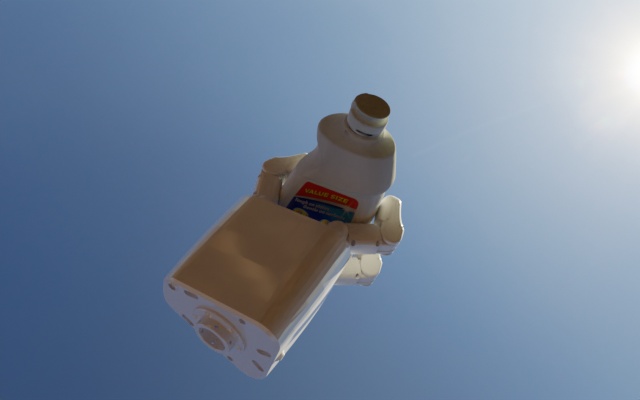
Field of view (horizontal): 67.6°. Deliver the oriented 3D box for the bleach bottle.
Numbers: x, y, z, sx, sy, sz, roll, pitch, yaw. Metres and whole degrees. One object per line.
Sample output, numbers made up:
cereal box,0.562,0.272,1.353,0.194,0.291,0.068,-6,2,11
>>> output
bleach bottle,0.000,0.002,0.452,0.102,0.251,0.068,32,49,9
